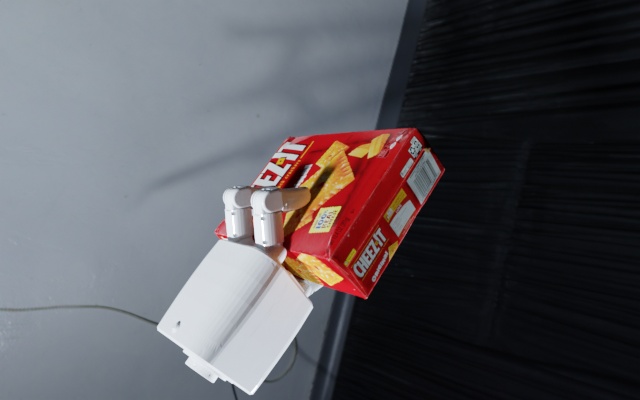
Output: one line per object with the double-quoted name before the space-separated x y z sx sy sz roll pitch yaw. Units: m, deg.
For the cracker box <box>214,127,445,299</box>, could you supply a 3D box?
"cracker box" 0.000 0.002 0.519 0.213 0.164 0.072 6 -37 50
